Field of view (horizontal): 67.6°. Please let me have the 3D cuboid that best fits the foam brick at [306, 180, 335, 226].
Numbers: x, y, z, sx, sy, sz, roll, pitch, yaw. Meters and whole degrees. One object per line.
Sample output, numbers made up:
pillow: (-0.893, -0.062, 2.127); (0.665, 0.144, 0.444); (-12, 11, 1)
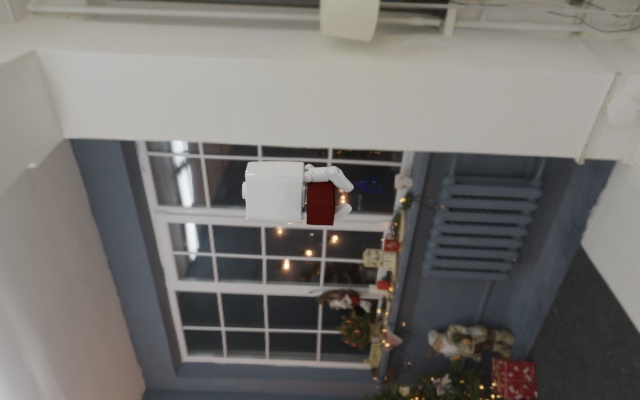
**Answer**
foam brick: (0.000, 0.003, 0.881); (0.051, 0.053, 0.078); (2, 36, -1)
